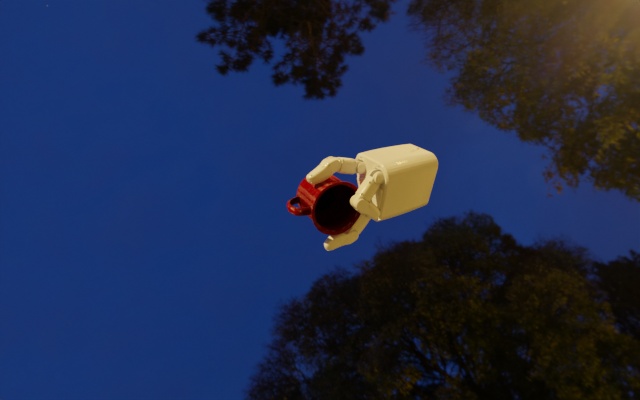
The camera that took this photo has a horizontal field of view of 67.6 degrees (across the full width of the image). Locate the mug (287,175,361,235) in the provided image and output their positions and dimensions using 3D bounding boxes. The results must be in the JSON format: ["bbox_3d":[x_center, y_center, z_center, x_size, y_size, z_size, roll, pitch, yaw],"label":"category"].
[{"bbox_3d":[-0.001,0.003,0.796,0.117,0.093,0.081,-14,26,-22],"label":"mug"}]
